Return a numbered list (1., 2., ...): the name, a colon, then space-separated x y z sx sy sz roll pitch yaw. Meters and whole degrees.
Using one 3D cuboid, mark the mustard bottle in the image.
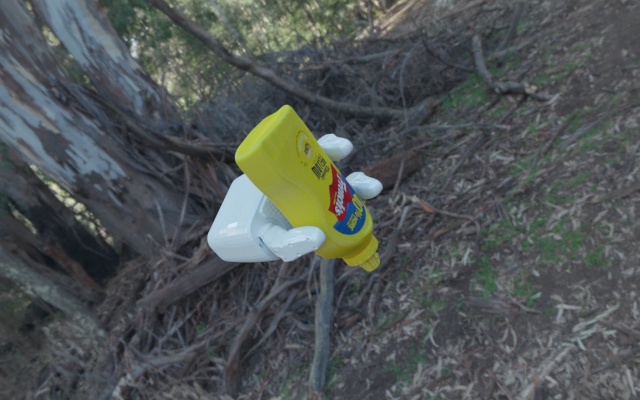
1. mustard bottle: 0.000 0.001 0.486 0.058 0.192 0.096 -28 23 28
